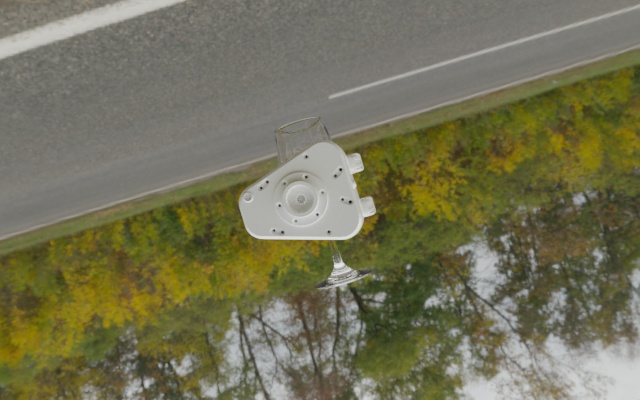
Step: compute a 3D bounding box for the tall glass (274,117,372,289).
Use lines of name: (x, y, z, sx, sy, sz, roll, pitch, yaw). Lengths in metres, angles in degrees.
tall glass: (0.000, 0.003, 0.591, 0.079, 0.201, 0.079, -17, -1, 0)
